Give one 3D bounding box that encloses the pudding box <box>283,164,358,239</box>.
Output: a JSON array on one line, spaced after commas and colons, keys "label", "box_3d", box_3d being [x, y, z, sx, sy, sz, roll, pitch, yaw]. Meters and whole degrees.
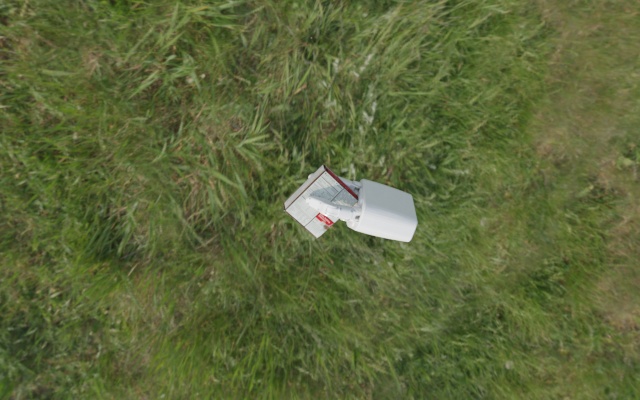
[{"label": "pudding box", "box_3d": [0.000, 0.003, 0.887, 0.090, 0.113, 0.039, 42, 11, -18]}]
